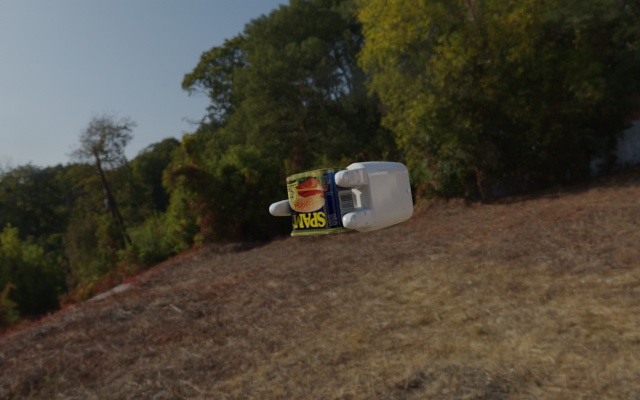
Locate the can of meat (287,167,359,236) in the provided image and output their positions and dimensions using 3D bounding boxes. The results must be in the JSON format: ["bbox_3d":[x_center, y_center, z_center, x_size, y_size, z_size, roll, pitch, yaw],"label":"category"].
[{"bbox_3d":[0.000,0.002,0.653,0.057,0.084,0.102,-8,0,-40],"label":"can of meat"}]
